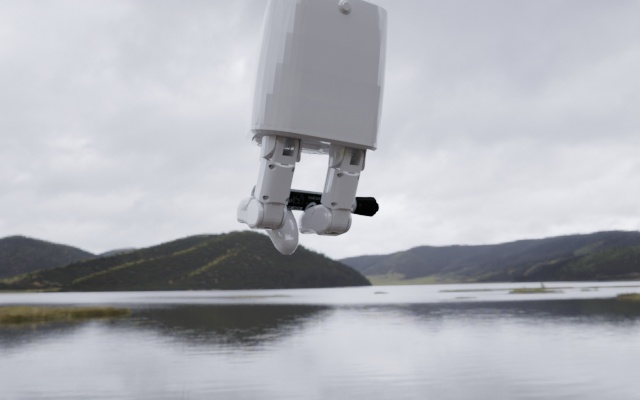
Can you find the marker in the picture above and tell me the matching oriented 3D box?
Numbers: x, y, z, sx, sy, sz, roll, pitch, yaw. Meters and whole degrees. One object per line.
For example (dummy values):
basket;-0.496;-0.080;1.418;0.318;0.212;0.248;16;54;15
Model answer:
marker;0.000;0.001;0.407;0.121;0.020;0.020;6;-3;-30
